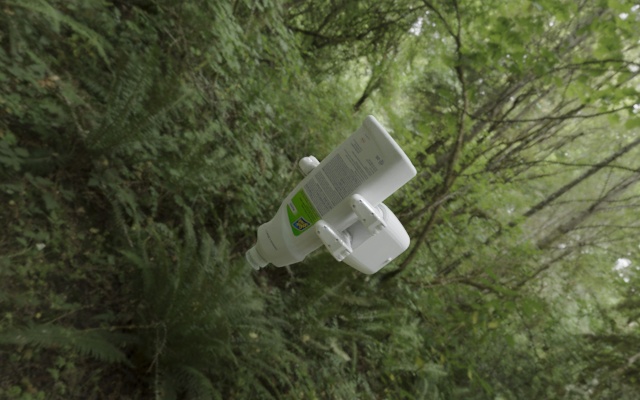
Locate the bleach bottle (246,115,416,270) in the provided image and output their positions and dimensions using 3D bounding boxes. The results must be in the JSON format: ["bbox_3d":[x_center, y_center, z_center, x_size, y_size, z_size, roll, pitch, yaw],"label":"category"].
[{"bbox_3d":[0.000,0.002,0.644,0.251,0.102,0.068,-38,-36,8],"label":"bleach bottle"}]
